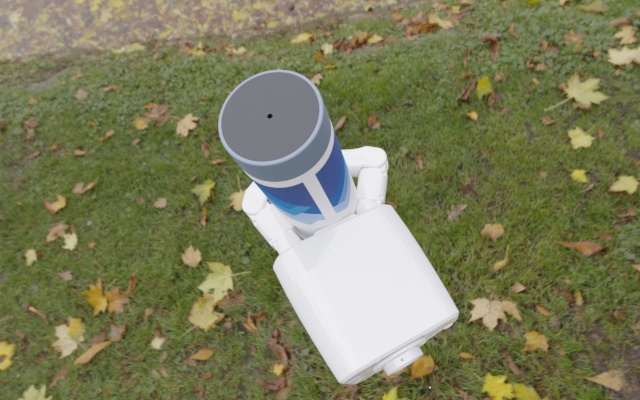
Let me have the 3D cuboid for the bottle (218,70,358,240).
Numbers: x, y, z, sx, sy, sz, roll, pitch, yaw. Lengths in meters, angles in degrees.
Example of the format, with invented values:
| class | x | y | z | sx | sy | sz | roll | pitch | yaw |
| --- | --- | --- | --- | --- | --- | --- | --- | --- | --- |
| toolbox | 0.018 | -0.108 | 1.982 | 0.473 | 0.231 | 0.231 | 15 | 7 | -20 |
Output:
| class | x | y | z | sx | sy | sz | roll | pitch | yaw |
| --- | --- | --- | --- | --- | --- | --- | --- | --- | --- |
| bottle | 0.000 | 0.001 | 0.420 | 0.069 | 0.069 | 0.296 | 0 | -21 | 13 |
